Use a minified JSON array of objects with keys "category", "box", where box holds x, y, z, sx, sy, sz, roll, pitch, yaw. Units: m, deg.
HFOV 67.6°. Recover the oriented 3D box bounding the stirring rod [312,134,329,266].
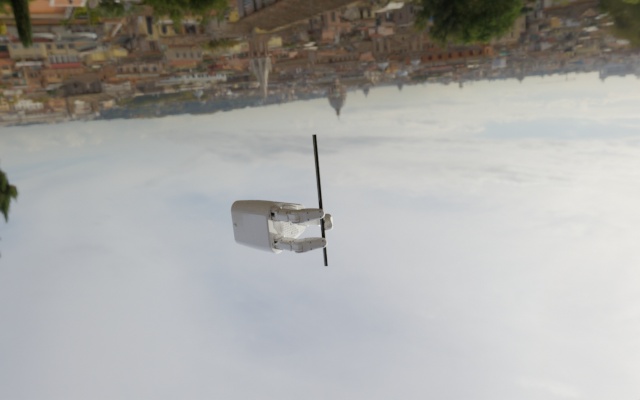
[{"category":"stirring rod","box":[0.000,0.003,0.853,0.011,0.239,0.011,-5,12,1]}]
